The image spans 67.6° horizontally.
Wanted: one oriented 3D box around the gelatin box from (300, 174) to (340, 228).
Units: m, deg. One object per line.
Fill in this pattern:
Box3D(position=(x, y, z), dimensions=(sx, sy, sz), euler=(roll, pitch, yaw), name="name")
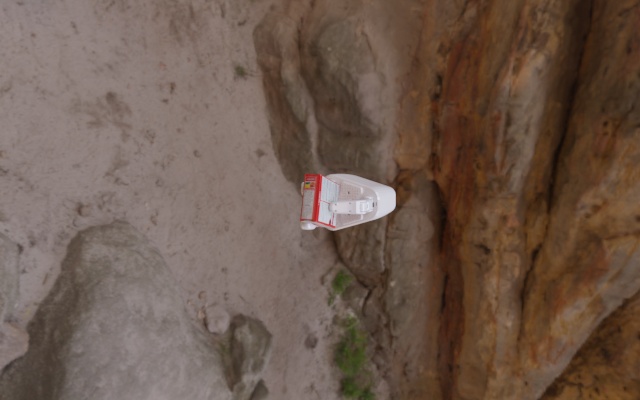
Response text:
Box3D(position=(0.000, 0.002, 0.751), dimensions=(0.030, 0.073, 0.089), euler=(3, -8, 22), name="gelatin box")
